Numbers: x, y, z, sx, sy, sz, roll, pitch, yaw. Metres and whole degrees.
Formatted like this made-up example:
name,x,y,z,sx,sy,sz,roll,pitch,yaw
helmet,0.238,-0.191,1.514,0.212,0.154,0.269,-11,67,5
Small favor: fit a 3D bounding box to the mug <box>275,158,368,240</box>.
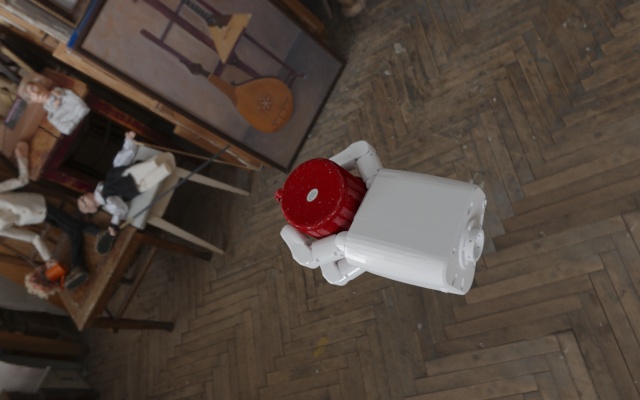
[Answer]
name,x,y,z,sx,sy,sz,roll,pitch,yaw
mug,-0.001,0.001,0.536,0.117,0.093,0.081,11,-11,34
